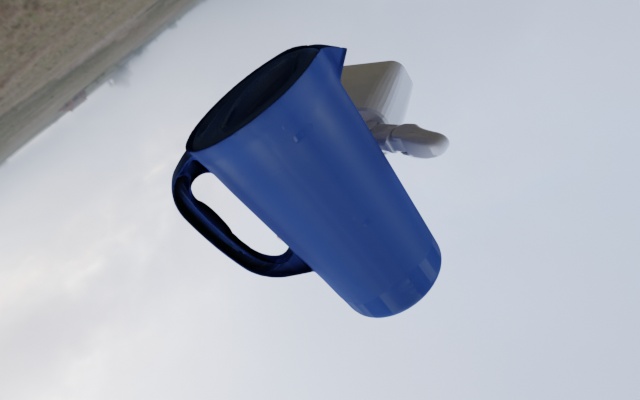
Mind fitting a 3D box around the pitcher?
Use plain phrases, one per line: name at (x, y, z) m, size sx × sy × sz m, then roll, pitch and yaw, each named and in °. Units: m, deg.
pitcher at (0.000, 0.001, 0.428) m, size 0.149 × 0.243 × 0.145 m, roll -16°, pitch 35°, yaw 38°
